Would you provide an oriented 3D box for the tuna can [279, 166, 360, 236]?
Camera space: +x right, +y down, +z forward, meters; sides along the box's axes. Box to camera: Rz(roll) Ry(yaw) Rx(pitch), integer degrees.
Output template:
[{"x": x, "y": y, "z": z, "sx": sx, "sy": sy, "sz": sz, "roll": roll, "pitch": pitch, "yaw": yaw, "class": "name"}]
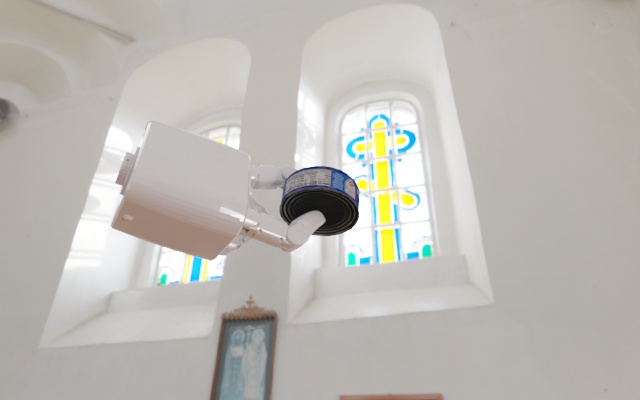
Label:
[{"x": 0.000, "y": 0.001, "z": 0.517, "sx": 0.086, "sy": 0.033, "sz": 0.086, "roll": 3, "pitch": -37, "yaw": 3, "class": "tuna can"}]
